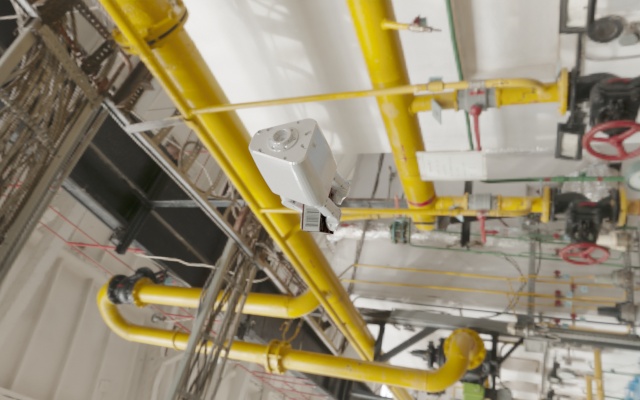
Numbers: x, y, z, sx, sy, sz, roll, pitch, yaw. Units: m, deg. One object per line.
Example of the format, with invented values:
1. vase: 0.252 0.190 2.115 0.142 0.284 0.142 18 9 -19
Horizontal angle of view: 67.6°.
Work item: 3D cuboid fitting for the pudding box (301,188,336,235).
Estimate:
1. pudding box: 0.000 0.003 0.855 0.039 0.113 0.090 4 -5 19
